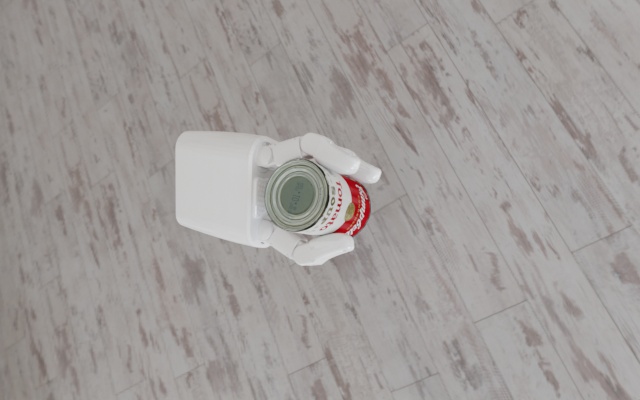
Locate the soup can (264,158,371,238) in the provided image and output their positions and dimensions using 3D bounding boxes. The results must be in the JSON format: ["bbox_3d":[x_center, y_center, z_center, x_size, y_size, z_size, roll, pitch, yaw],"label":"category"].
[{"bbox_3d":[0.000,0.002,0.466,0.068,0.068,0.102,0,-8,27],"label":"soup can"}]
